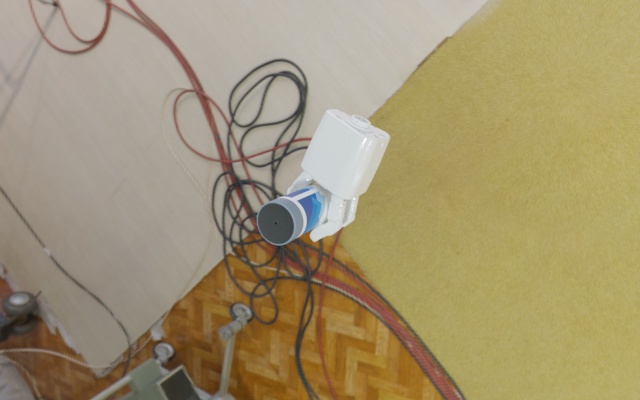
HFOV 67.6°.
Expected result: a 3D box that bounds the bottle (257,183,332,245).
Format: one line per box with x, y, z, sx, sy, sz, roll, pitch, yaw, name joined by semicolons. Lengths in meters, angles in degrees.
0.000;0.003;0.821;0.069;0.069;0.295;0;12;27;bottle
